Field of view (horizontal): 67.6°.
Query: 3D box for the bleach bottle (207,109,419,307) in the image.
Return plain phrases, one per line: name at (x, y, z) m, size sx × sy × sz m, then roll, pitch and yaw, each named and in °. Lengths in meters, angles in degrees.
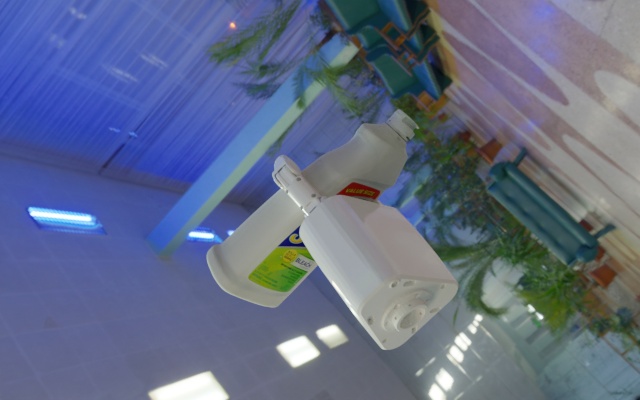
bleach bottle at (0.000, 0.002, 0.503) m, size 0.103 × 0.251 × 0.068 m, roll 34°, pitch 14°, yaw -46°
